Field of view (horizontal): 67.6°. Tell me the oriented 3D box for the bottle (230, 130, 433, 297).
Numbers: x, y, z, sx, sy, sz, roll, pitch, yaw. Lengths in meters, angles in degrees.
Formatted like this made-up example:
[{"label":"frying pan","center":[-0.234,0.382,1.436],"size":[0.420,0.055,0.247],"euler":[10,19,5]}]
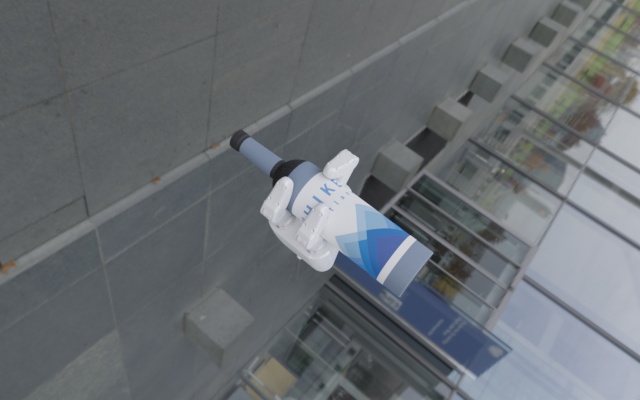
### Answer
[{"label":"bottle","center":[0.000,0.002,0.600],"size":[0.295,0.069,0.069],"euler":[37,12,16]}]
